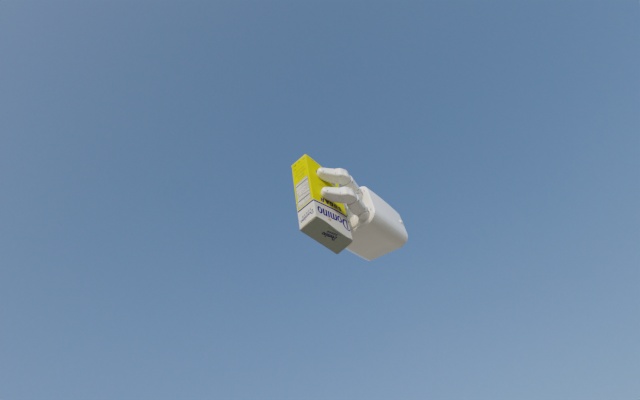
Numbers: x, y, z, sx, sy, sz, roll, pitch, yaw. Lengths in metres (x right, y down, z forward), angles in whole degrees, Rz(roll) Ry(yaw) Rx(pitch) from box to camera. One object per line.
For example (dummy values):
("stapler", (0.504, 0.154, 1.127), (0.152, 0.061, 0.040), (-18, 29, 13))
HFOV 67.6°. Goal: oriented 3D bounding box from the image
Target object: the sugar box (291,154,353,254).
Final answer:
("sugar box", (0.001, 0.002, 0.839), (0.093, 0.048, 0.176), (35, 24, -33))
